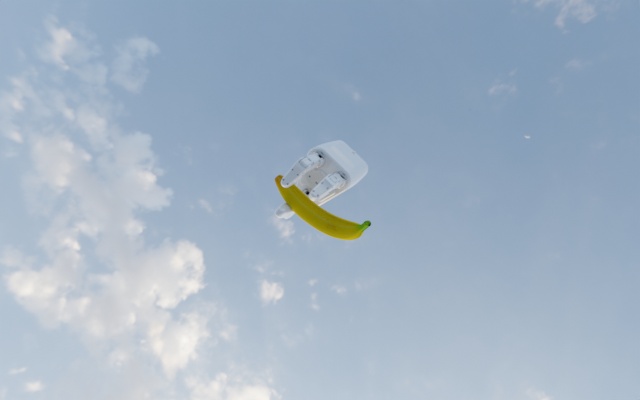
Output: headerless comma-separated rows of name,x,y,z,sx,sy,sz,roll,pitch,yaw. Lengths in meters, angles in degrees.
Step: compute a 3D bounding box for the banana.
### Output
banana,0.000,0.020,0.818,0.197,0.070,0.037,26,34,24
